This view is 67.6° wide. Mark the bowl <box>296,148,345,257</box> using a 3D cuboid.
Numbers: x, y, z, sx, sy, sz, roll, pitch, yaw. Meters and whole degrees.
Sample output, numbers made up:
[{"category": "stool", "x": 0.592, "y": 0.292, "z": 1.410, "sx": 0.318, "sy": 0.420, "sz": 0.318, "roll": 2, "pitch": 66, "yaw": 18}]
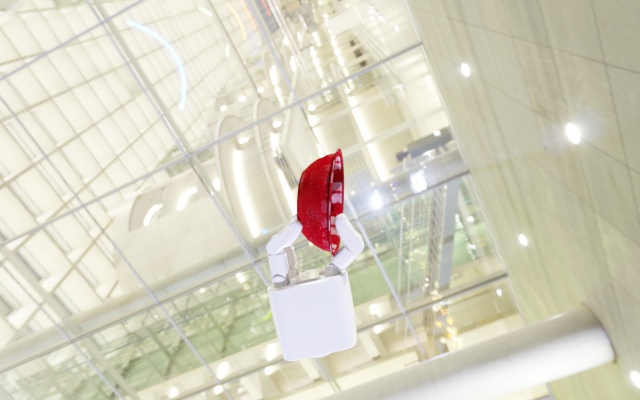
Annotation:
[{"category": "bowl", "x": 0.000, "y": 0.001, "z": 0.706, "sx": 0.055, "sy": 0.162, "sz": 0.162, "roll": 3, "pitch": 0, "yaw": 9}]
